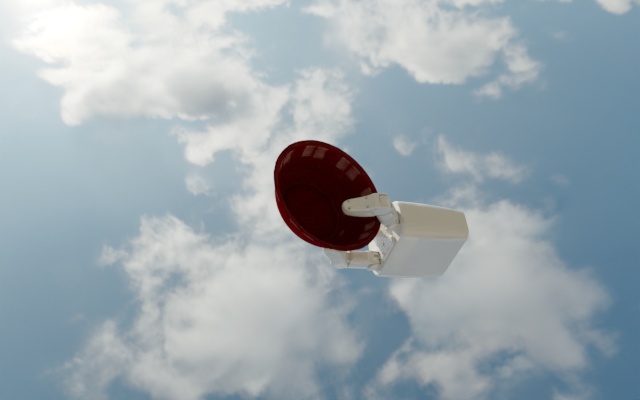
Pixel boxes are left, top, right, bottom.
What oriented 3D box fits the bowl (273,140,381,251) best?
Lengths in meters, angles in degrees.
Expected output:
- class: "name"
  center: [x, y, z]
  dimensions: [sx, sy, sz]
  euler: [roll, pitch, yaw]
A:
- class: "bowl"
  center: [-0.001, 0.002, 0.624]
  dimensions: [0.162, 0.162, 0.055]
  euler: [0, -28, -36]
